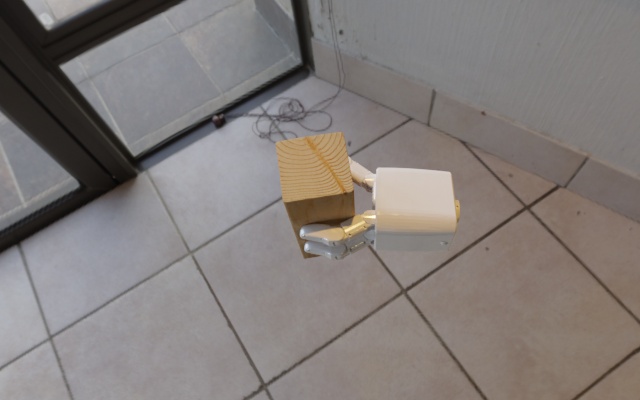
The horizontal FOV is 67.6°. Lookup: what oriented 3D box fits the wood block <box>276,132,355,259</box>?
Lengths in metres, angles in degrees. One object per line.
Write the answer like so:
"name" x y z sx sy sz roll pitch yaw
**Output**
"wood block" 0.000 0.002 0.682 0.090 0.090 0.206 -9 -27 1
